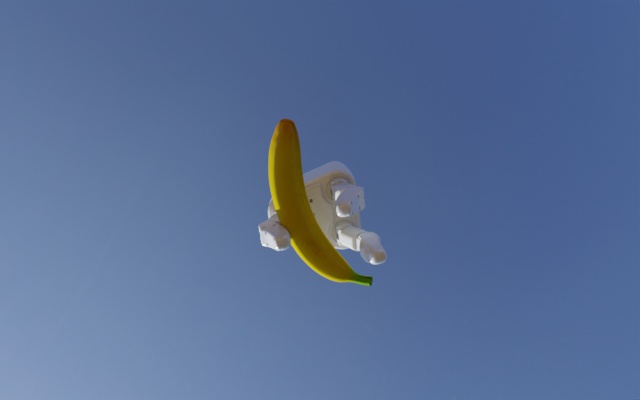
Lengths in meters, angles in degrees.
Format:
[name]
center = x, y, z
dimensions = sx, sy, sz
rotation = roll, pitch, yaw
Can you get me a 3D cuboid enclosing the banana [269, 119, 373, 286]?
[banana]
center = -0.014, 0.012, 0.513
dimensions = 0.069, 0.198, 0.037
rotation = -25, 10, 19
